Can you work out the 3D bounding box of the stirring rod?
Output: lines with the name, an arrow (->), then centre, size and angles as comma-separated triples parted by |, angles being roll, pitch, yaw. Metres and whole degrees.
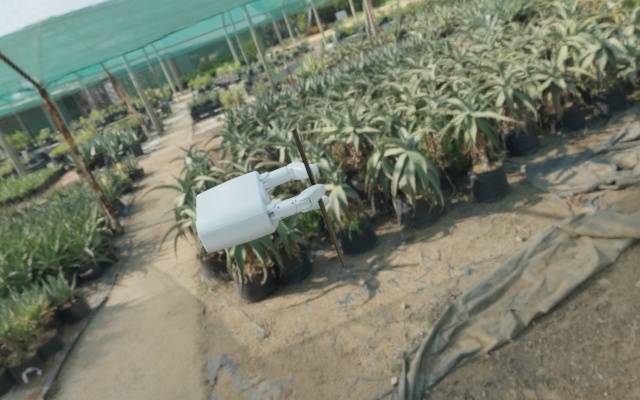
stirring rod -> 0.000, 0.003, 0.744 | 0.011, 0.240, 0.011 | -18, 21, 7
